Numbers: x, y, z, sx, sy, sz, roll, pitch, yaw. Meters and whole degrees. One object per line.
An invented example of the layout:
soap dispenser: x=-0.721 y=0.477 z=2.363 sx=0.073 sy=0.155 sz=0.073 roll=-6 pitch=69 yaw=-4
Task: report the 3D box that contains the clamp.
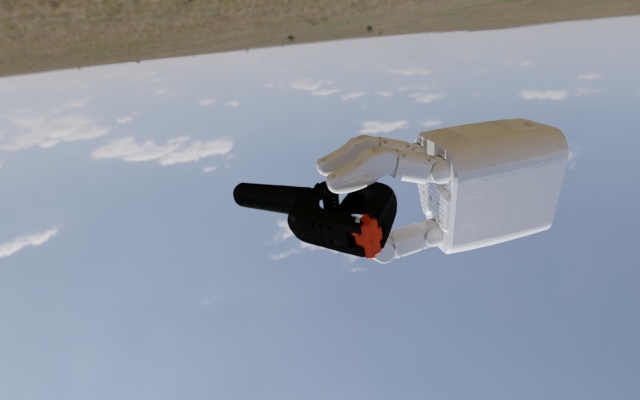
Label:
clamp: x=0.001 y=0.002 z=0.437 sx=0.164 sy=0.036 sz=0.210 roll=-14 pitch=20 yaw=-4
